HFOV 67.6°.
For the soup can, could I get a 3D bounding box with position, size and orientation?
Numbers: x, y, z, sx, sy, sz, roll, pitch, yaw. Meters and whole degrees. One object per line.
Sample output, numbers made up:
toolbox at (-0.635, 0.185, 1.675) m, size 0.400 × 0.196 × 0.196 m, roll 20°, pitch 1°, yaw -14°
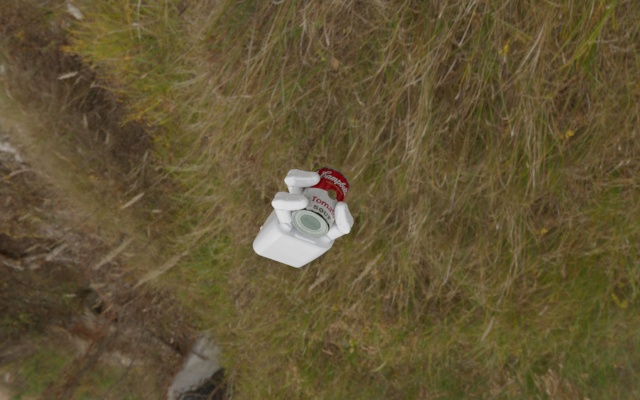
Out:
soup can at (0.000, 0.003, 0.791) m, size 0.068 × 0.068 × 0.102 m, roll 0°, pitch 44°, yaw 30°
